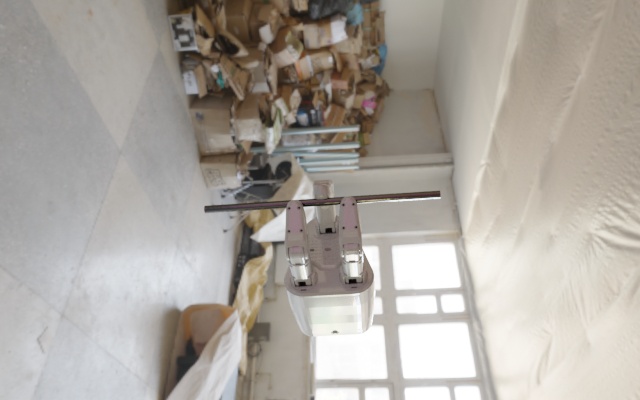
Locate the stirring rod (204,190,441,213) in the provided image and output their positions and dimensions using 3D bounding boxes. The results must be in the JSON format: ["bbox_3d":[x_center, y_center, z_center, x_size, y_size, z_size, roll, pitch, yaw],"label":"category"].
[{"bbox_3d":[0.000,0.002,0.488,0.239,0.011,0.011,-4,0,4],"label":"stirring rod"}]
